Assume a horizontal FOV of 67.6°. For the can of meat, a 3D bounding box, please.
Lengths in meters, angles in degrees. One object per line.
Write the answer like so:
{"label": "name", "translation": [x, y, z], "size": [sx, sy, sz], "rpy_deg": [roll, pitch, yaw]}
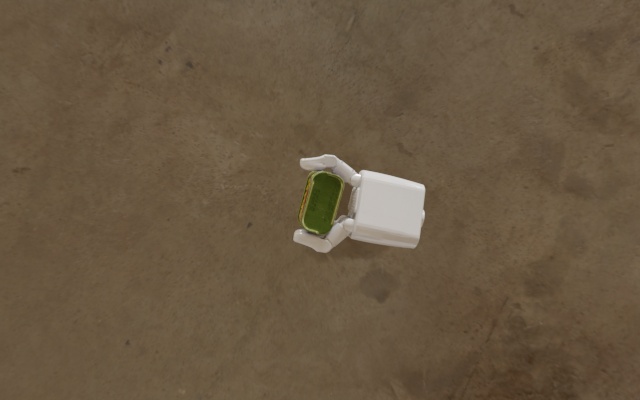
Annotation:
{"label": "can of meat", "translation": [0.000, 0.002, 0.765], "size": [0.057, 0.102, 0.084], "rpy_deg": [15, 2, -5]}
